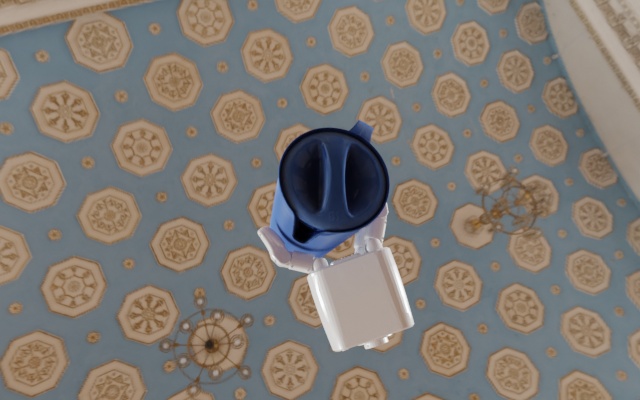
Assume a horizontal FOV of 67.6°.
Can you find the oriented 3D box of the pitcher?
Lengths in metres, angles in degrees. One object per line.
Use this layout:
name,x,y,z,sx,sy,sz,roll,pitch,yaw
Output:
pitcher,0.000,0.002,0.664,0.149,0.145,0.243,-14,-15,-16
